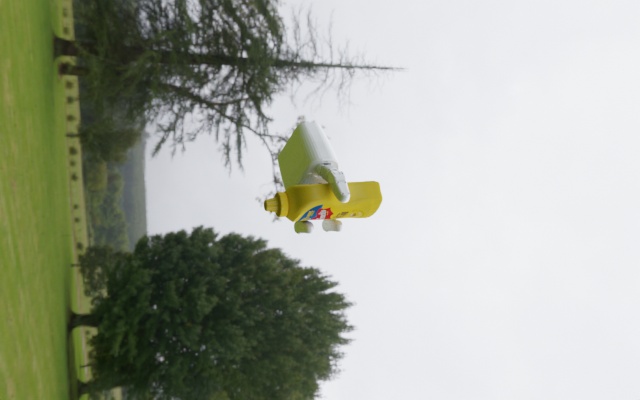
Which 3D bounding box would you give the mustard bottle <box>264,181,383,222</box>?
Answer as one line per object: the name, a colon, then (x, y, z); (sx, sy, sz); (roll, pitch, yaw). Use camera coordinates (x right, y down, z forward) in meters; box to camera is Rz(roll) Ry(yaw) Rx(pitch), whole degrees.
mustard bottle: (0.000, 0.003, 0.797); (0.191, 0.058, 0.096); (-3, -17, -21)
